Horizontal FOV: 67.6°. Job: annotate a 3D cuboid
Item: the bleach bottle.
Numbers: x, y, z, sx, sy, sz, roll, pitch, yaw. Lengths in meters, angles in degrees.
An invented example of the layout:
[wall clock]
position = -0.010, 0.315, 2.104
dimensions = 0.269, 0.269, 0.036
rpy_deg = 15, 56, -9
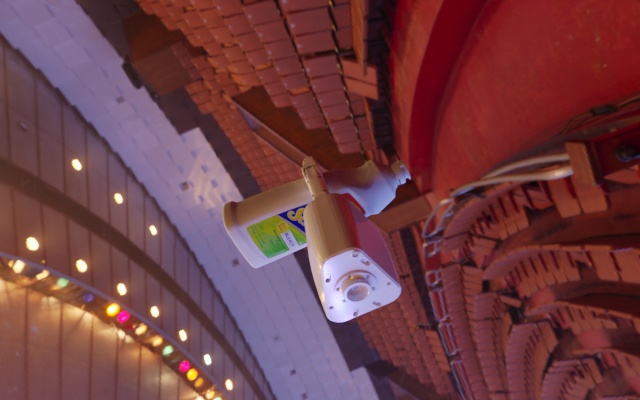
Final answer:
[bleach bottle]
position = 0.000, 0.002, 0.659
dimensions = 0.251, 0.103, 0.068
rpy_deg = -24, 35, 5
